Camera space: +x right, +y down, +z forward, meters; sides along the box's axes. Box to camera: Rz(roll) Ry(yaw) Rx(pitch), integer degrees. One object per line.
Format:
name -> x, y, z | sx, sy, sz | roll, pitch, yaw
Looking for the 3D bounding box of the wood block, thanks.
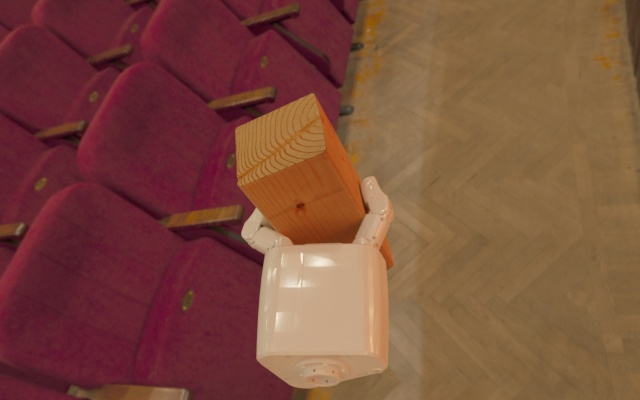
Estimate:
wood block -> 0.000, 0.002, 0.520 | 0.091, 0.090, 0.206 | -22, -43, 12
